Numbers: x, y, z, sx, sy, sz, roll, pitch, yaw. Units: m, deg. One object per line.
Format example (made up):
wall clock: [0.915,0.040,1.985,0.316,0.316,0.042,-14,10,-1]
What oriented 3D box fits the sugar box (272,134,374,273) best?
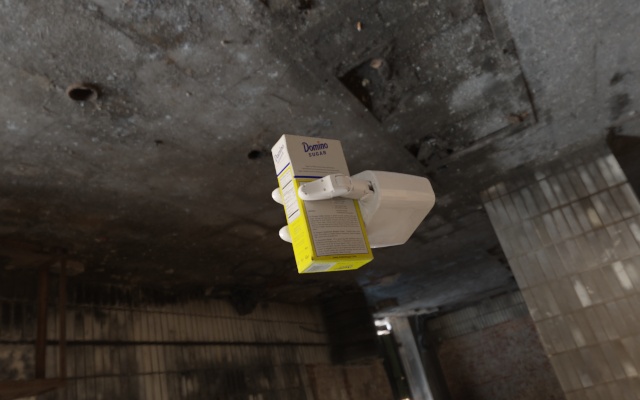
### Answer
sugar box: [0.000,0.002,0.621,0.093,0.176,0.048,2,-29,-34]
